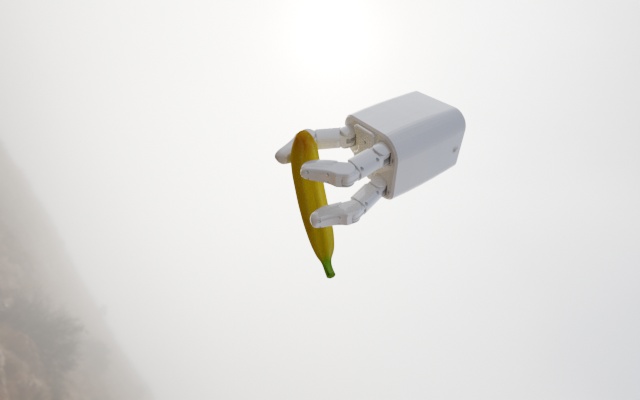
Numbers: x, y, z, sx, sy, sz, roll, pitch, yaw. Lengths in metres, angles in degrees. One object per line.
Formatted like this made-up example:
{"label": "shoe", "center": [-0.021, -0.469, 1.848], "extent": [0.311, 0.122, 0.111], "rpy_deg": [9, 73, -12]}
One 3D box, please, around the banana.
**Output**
{"label": "banana", "center": [-0.007, -0.002, 0.590], "extent": [0.037, 0.198, 0.069], "rpy_deg": [-21, 28, -16]}
